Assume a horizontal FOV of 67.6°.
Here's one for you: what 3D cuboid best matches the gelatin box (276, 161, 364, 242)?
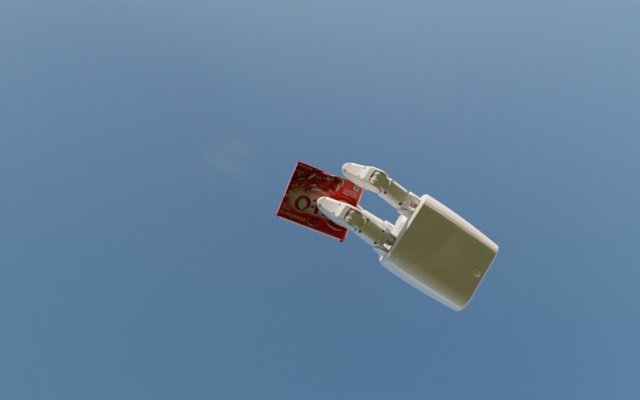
[{"bbox_3d":[0.000,0.002,0.588,0.089,0.073,0.030,21,-10,3],"label":"gelatin box"}]
